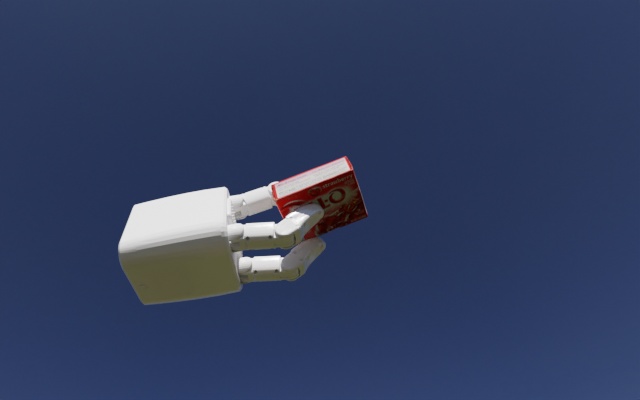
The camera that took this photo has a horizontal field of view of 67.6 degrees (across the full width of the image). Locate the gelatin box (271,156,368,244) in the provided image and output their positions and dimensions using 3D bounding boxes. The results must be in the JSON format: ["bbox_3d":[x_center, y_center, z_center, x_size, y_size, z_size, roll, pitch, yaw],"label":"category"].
[{"bbox_3d":[0.000,0.001,0.520,0.089,0.073,0.030,-21,42,1],"label":"gelatin box"}]
